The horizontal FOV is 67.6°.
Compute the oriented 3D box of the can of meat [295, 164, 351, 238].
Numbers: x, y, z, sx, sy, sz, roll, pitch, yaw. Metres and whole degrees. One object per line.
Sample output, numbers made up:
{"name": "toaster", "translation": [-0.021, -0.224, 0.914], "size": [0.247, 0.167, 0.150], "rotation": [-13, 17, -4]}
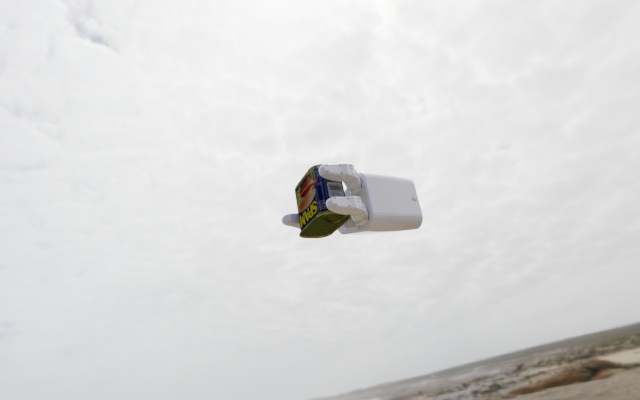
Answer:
{"name": "can of meat", "translation": [0.000, 0.002, 0.748], "size": [0.057, 0.084, 0.102], "rotation": [1, -25, -25]}
